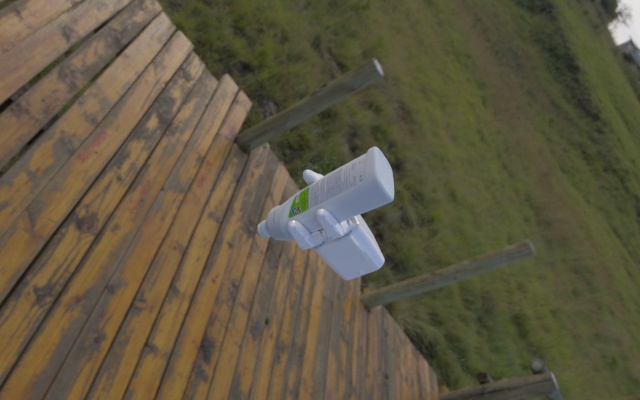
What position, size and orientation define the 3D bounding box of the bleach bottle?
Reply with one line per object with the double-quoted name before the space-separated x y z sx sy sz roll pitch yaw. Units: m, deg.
"bleach bottle" 0.000 0.003 0.820 0.251 0.102 0.068 -24 -55 24
